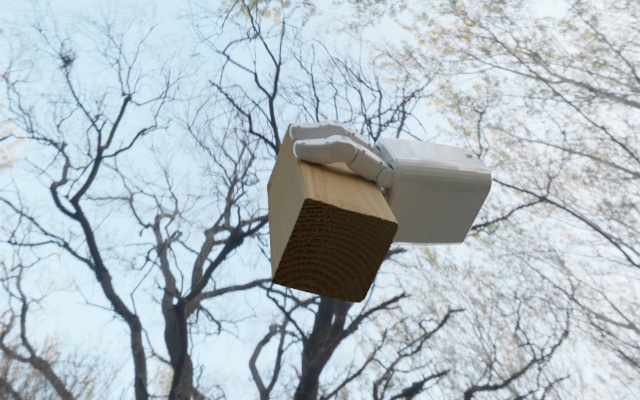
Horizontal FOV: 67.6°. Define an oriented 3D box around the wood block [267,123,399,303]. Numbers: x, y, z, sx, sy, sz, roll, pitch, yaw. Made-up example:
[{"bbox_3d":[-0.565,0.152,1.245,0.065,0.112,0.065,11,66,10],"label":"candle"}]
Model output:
[{"bbox_3d":[0.000,0.002,0.502,0.090,0.091,0.206,16,23,-15],"label":"wood block"}]
